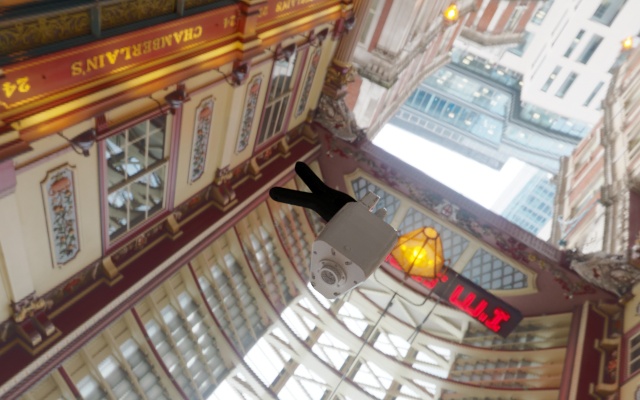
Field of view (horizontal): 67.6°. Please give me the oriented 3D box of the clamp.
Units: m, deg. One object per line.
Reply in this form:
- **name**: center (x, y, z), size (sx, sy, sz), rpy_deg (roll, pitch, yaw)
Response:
- **clamp**: center (0.000, 0.003, 0.791), size (0.171, 0.039, 0.120), rpy_deg (33, 42, 13)
